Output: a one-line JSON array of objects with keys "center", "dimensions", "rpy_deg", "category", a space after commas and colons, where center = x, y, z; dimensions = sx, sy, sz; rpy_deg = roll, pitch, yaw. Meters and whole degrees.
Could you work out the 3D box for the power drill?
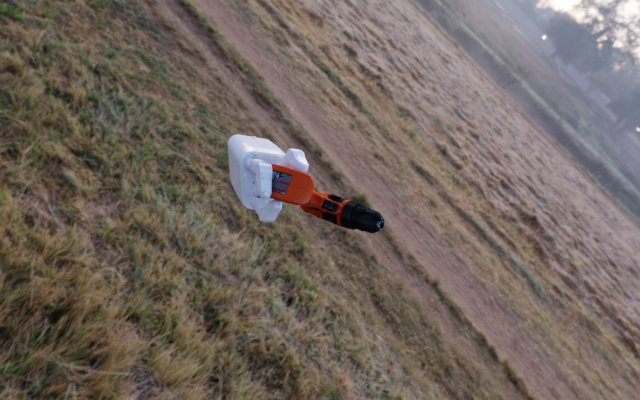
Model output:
[{"center": [0.000, 0.002, 0.829], "dimensions": [0.184, 0.057, 0.188], "rpy_deg": [15, -9, 38], "category": "power drill"}]
